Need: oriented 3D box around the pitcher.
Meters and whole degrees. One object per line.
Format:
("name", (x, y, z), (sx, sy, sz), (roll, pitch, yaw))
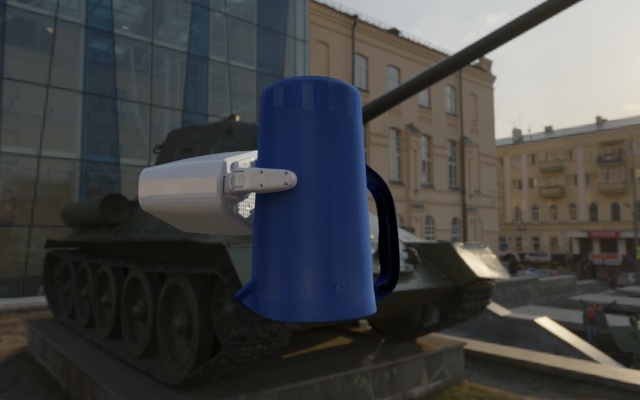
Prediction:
("pitcher", (0.000, 0.002, 0.510), (0.145, 0.243, 0.149), (-2, -4, 20))
